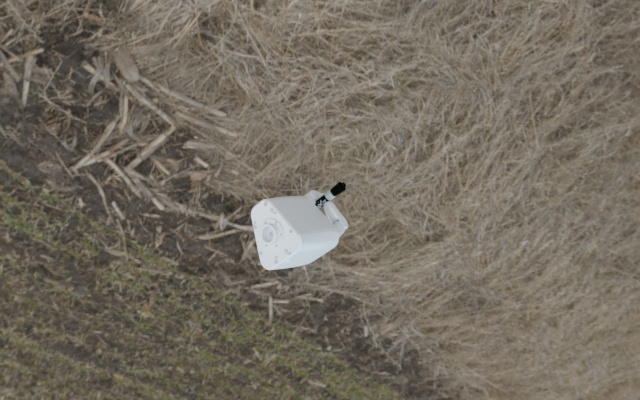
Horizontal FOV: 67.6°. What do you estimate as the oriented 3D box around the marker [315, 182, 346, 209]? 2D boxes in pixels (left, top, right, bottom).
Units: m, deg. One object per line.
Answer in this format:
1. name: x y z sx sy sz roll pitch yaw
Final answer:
1. marker: 0.000 0.003 0.876 0.121 0.020 0.020 -36 -20 29
